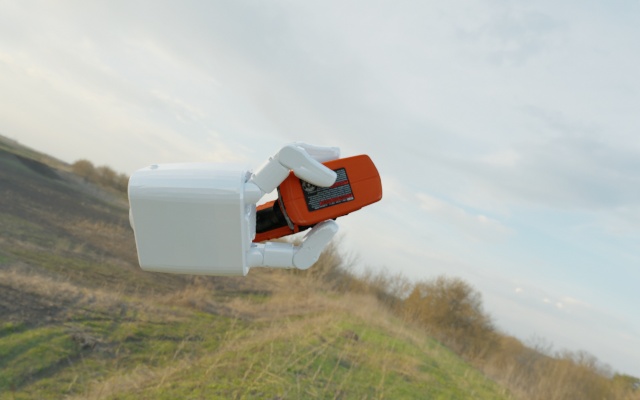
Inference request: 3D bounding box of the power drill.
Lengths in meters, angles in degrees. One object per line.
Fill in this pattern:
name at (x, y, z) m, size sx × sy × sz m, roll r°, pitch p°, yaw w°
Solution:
power drill at (0.000, 0.002, 0.559) m, size 0.184 × 0.057 × 0.188 m, roll -18°, pitch -7°, yaw -21°
